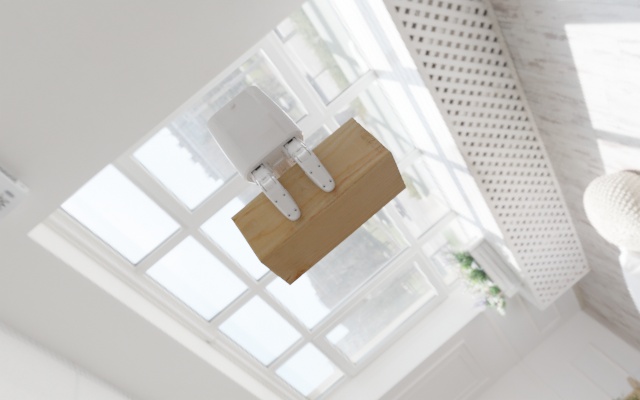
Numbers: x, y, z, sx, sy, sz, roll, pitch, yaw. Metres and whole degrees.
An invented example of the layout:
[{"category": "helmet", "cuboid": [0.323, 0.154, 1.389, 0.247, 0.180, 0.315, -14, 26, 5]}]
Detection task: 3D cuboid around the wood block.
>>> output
[{"category": "wood block", "cuboid": [0.000, 0.002, 0.632, 0.090, 0.206, 0.091, 49, -2, 35]}]
